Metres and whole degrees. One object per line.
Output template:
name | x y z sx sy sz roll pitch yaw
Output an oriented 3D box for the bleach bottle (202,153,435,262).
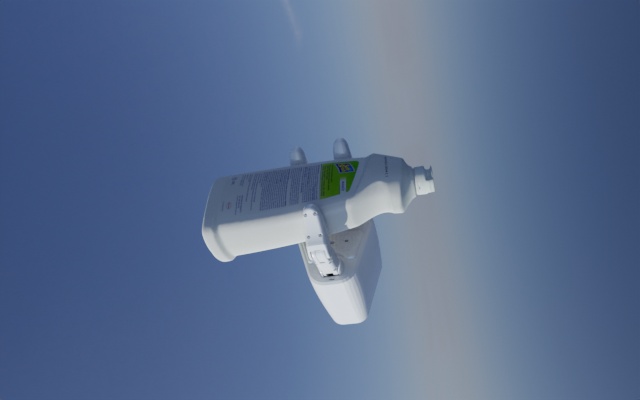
bleach bottle | 0.000 0.002 0.535 0.251 0.102 0.068 -9 -42 12
